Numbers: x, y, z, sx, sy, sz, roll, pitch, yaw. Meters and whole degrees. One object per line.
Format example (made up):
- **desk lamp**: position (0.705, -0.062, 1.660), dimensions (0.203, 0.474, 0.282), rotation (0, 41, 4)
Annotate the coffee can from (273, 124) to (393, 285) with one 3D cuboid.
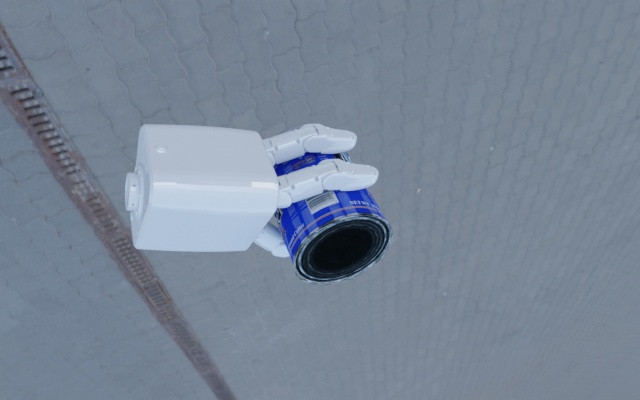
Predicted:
- **coffee can**: position (0.000, 0.002, 0.502), dimensions (0.103, 0.103, 0.140), rotation (0, 44, -27)
